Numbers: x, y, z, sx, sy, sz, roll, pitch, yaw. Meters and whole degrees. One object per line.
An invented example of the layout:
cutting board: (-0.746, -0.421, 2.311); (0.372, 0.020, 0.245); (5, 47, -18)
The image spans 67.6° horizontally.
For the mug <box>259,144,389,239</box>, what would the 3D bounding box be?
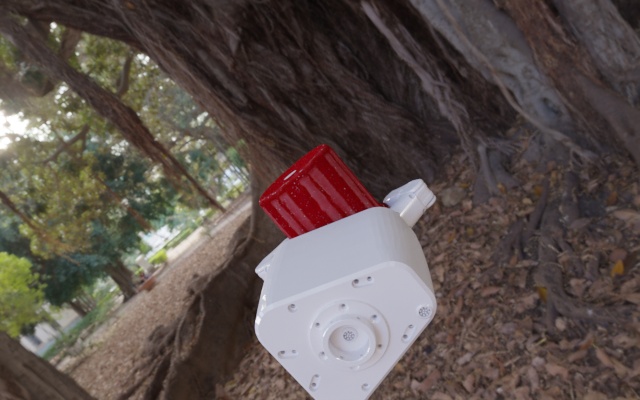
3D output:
mug: (0.000, 0.001, 0.442); (0.093, 0.081, 0.117); (-39, 11, 10)
